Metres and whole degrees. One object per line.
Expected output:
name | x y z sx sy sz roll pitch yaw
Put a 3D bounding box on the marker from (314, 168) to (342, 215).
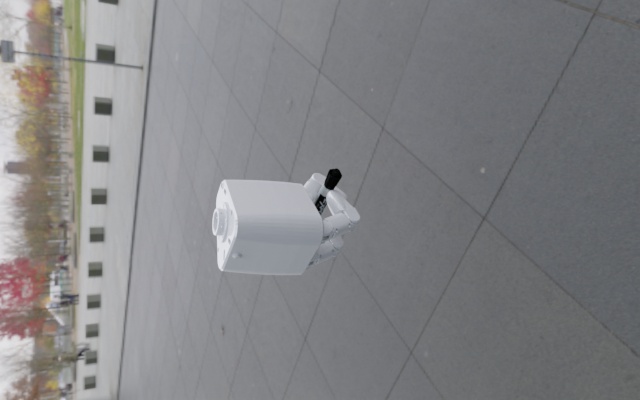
marker | 0.000 0.002 0.652 0.020 0.020 0.121 0 -42 -28
